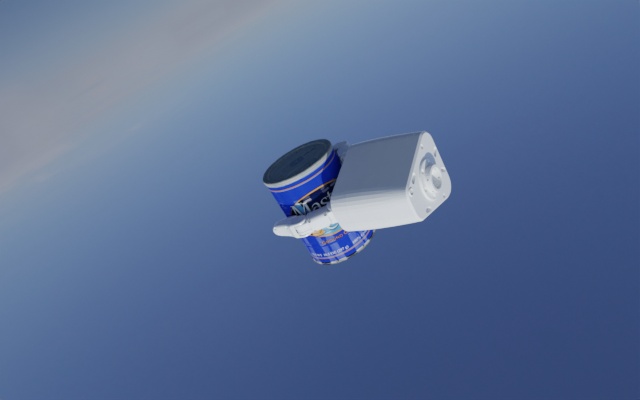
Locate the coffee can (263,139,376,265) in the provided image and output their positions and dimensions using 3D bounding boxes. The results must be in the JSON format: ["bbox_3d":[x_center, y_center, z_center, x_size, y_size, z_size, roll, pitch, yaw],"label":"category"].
[{"bbox_3d":[0.000,0.002,0.655,0.103,0.140,0.102,-25,25,12],"label":"coffee can"}]
